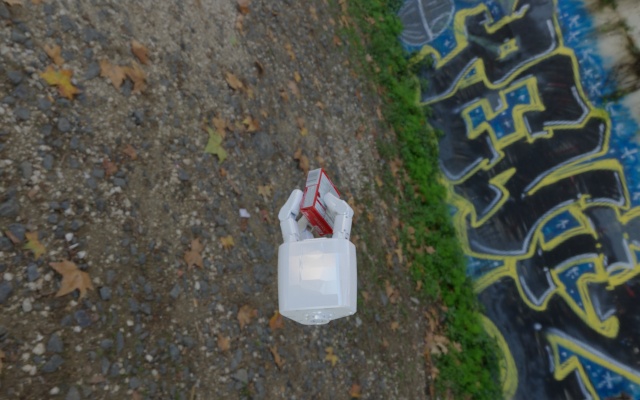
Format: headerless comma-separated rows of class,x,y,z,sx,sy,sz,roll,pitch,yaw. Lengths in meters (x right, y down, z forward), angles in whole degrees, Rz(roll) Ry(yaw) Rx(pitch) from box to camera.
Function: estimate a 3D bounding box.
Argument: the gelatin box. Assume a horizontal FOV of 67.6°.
gelatin box,0.001,0.002,0.800,0.030,0.089,0.073,-11,-44,27
